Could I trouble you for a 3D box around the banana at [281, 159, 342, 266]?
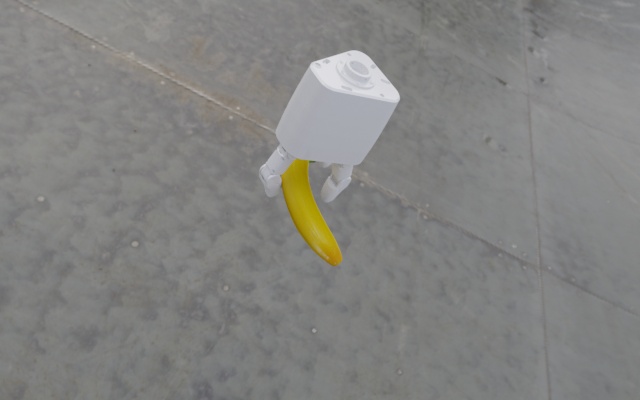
[{"bbox_3d":[-0.017,-0.004,0.629,0.069,0.197,0.037,11,-44,-25],"label":"banana"}]
